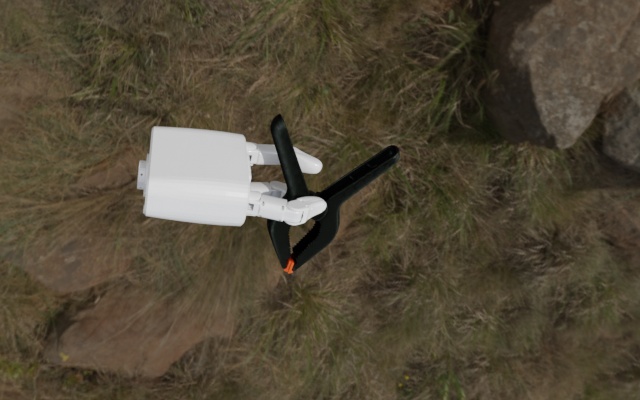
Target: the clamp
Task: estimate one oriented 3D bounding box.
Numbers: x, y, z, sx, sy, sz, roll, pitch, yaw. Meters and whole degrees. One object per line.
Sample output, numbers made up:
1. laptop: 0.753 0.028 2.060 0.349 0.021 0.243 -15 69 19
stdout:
1. clamp: 0.000 0.003 0.596 0.164 0.210 0.036 6 30 -19
